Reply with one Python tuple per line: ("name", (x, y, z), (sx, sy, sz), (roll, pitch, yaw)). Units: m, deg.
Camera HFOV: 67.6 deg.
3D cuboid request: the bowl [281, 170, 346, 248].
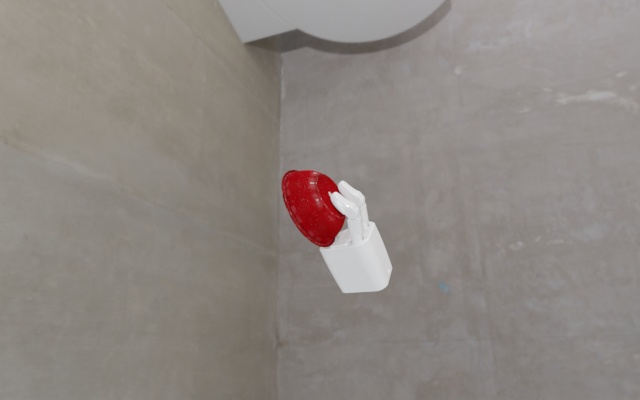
("bowl", (0.000, 0.002, 0.884), (0.055, 0.162, 0.162), (-30, -14, 26))
